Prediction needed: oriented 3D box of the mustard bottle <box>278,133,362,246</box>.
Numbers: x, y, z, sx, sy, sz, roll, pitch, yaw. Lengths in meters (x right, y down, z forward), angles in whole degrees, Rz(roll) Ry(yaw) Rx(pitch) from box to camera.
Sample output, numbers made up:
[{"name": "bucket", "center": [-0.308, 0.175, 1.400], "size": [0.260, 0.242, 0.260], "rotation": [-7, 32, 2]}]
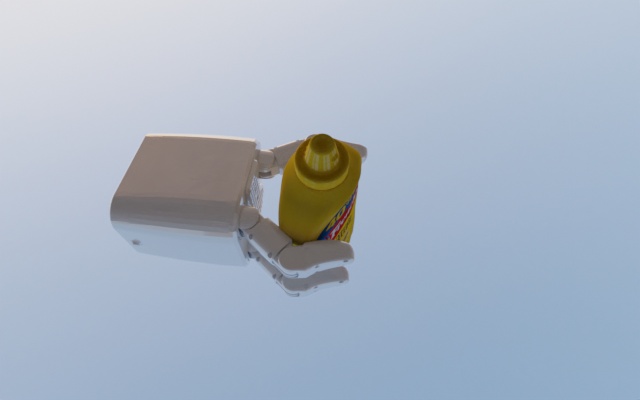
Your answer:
[{"name": "mustard bottle", "center": [0.000, 0.002, 0.417], "size": [0.058, 0.096, 0.192], "rotation": [28, -23, 13]}]
